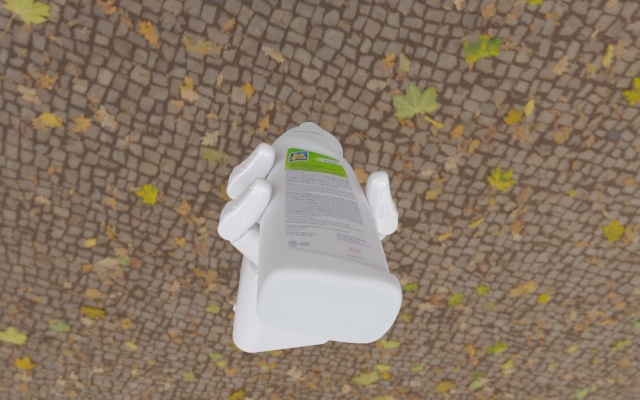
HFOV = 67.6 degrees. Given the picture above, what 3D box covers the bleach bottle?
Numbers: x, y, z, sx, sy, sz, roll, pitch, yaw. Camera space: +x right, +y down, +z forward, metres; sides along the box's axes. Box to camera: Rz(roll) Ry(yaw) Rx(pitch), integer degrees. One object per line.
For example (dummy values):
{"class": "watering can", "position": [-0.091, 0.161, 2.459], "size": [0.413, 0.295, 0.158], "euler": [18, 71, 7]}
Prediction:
{"class": "bleach bottle", "position": [0.000, 0.001, 0.425], "size": [0.102, 0.068, 0.250], "euler": [11, 35, -10]}
